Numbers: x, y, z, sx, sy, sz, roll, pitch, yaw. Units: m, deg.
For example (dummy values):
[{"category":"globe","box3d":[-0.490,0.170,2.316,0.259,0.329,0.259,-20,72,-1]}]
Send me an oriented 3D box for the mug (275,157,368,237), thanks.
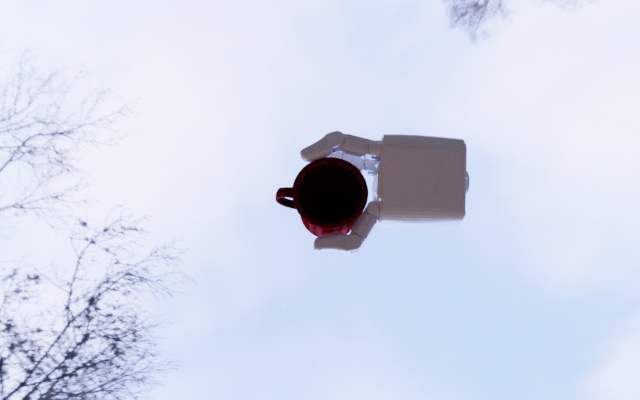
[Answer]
[{"category":"mug","box3d":[-0.001,0.002,0.617,0.117,0.093,0.081,3,-19,2]}]
